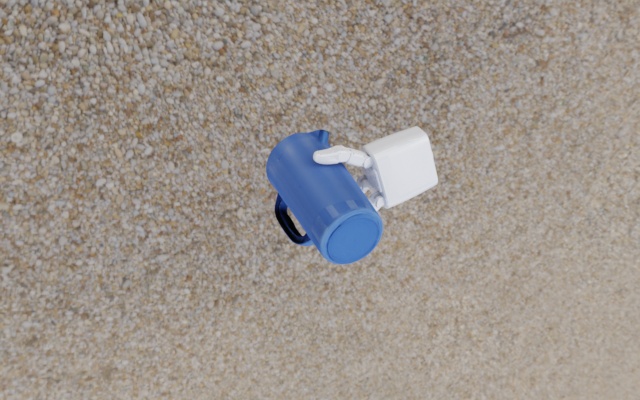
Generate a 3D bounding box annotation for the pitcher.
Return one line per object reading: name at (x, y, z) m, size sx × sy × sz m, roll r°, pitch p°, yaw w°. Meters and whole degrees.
pitcher at (0.000, 0.003, 0.815) m, size 0.145 × 0.149 × 0.242 m, roll -22°, pitch 41°, yaw -10°
